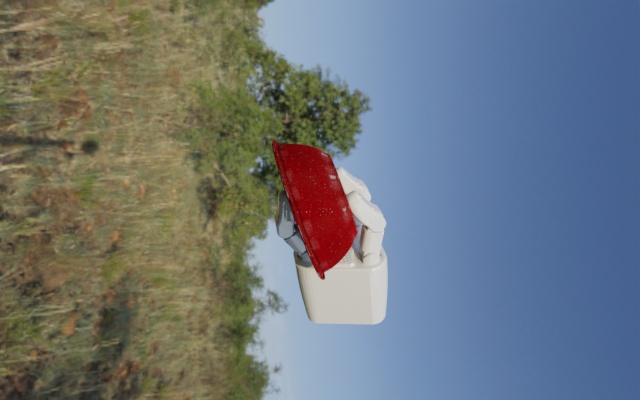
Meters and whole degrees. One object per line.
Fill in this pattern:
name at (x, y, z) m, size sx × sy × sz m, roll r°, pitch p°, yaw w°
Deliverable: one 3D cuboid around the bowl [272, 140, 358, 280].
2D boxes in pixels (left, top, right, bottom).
bowl at (0.000, 0.001, 0.521) m, size 0.055 × 0.162 × 0.162 m, roll -20°, pitch -1°, yaw 2°
